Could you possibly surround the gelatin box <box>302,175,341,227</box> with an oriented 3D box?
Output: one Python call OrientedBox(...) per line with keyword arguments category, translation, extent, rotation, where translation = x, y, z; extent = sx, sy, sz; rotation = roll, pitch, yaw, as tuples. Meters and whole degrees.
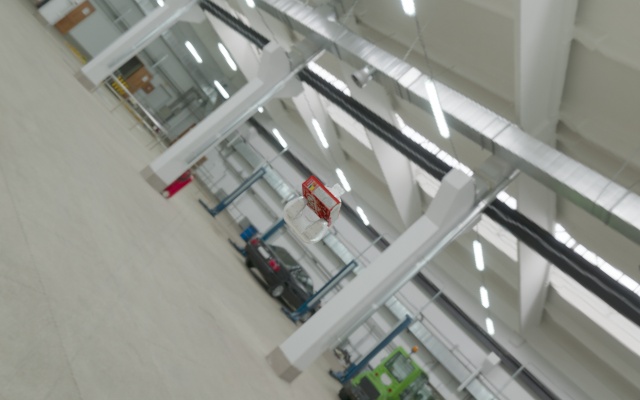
OrientedBox(category="gelatin box", translation=(0.000, 0.002, 0.870), extent=(0.030, 0.073, 0.089), rotation=(-41, -15, -15))
